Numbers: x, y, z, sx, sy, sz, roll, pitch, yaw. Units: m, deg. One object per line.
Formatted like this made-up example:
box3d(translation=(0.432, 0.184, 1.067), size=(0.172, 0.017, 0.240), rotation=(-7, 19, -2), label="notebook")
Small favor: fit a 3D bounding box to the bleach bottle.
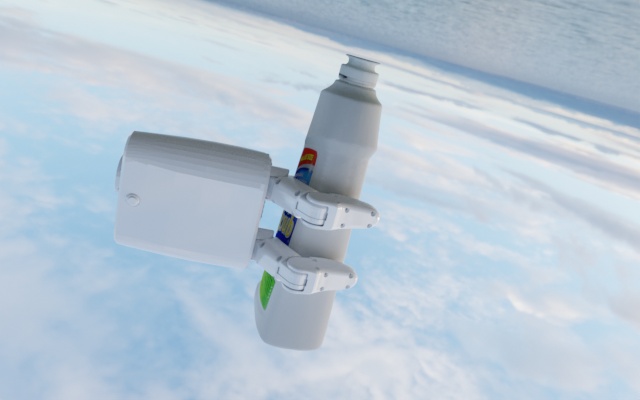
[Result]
box3d(translation=(0.000, 0.001, 0.418), size=(0.068, 0.251, 0.102), rotation=(11, 20, -13), label="bleach bottle")
